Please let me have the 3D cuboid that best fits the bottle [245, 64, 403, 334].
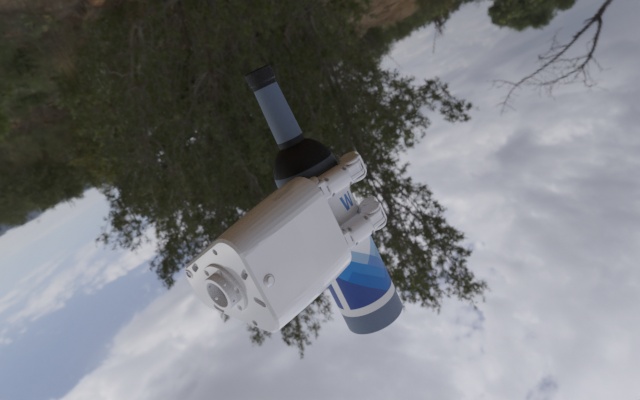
[{"bbox_3d":[0.000,0.002,0.501,0.069,0.296,0.069,-24,15,7],"label":"bottle"}]
